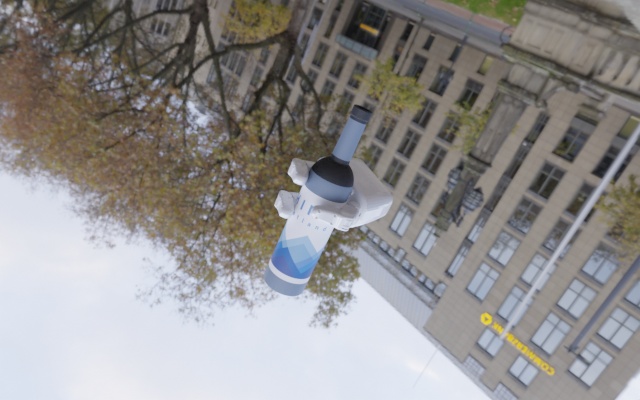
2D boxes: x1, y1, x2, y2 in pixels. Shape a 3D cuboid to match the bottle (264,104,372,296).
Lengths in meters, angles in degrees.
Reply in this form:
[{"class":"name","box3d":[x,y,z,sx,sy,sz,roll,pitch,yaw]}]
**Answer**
[{"class":"bottle","box3d":[0.000,0.002,0.690,0.069,0.296,0.069,22,20,-8]}]
